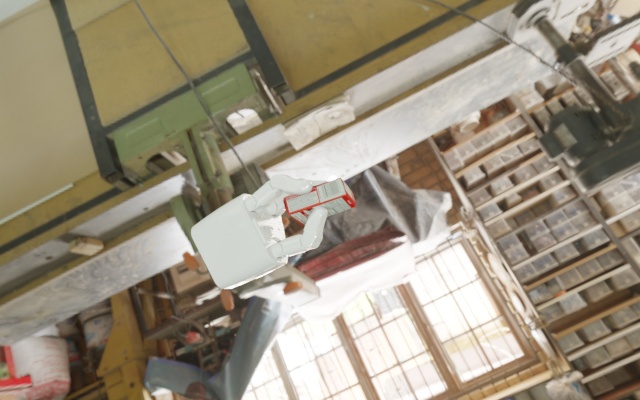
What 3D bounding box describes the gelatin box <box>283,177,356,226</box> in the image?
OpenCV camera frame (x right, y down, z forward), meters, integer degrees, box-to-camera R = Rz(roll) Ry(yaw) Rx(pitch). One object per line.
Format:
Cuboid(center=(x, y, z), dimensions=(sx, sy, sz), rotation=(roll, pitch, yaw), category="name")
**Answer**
Cuboid(center=(0.001, 0.003, 0.686), dimensions=(0.089, 0.030, 0.073), rotation=(-19, -18, 10), category="gelatin box")
